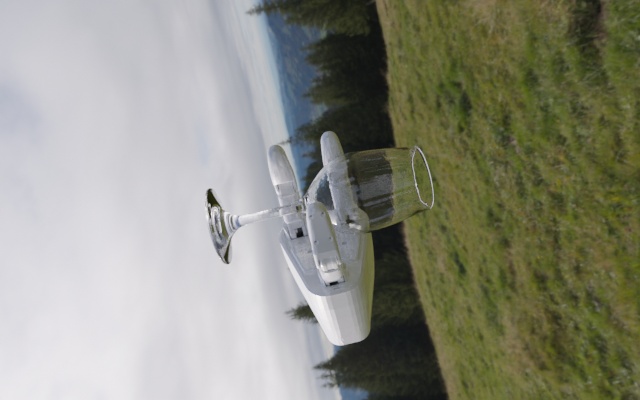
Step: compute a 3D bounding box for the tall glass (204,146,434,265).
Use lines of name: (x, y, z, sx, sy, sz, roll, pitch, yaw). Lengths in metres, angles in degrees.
tall glass: (-0.001, 0.002, 0.450, 0.201, 0.079, 0.079, -14, 0, 1)
